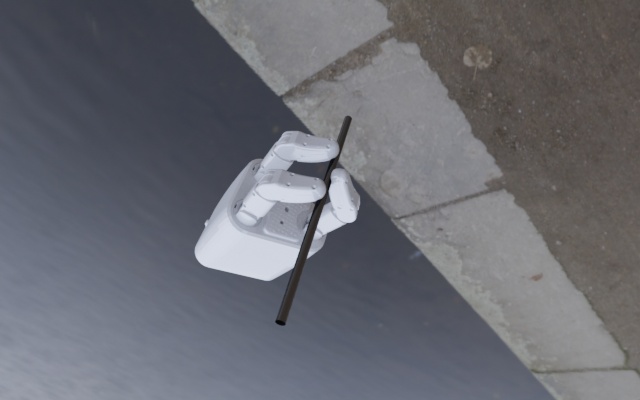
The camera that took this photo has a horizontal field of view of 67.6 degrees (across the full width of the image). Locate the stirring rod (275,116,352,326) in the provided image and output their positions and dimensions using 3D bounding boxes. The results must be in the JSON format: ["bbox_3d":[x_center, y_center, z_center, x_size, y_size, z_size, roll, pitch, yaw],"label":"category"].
[{"bbox_3d":[0.000,0.001,0.422,0.011,0.239,0.011,11,-41,9],"label":"stirring rod"}]
